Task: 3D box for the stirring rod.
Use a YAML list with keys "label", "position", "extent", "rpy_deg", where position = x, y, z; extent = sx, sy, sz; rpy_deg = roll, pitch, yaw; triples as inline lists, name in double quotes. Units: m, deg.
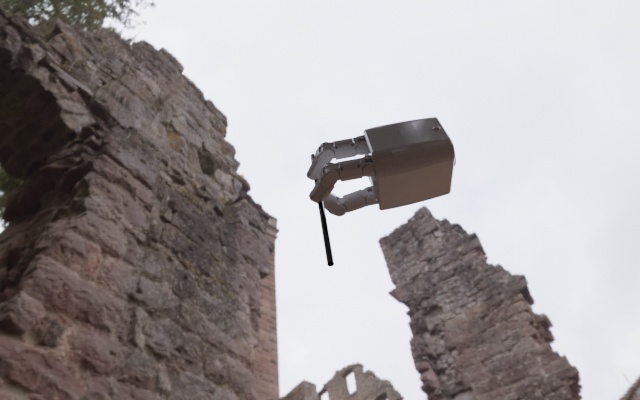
- label: "stirring rod"
  position: [0.000, 0.002, 0.651]
  extent: [0.011, 0.011, 0.239]
  rpy_deg: [0, 37, -7]
